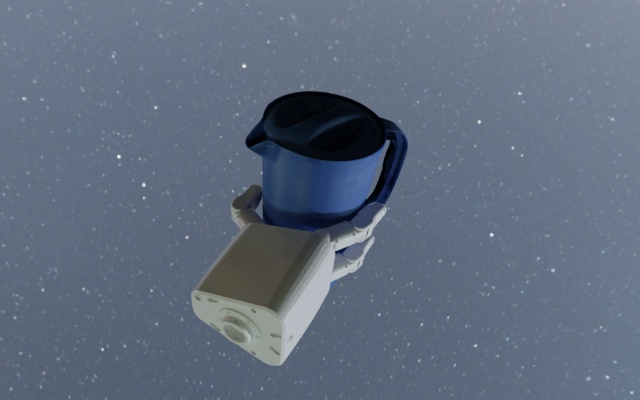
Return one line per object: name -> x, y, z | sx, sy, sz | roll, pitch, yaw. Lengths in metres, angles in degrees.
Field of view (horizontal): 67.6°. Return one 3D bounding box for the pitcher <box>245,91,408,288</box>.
pitcher -> 0.000, 0.002, 0.580 | 0.149, 0.243, 0.145 | 22, 43, 14
